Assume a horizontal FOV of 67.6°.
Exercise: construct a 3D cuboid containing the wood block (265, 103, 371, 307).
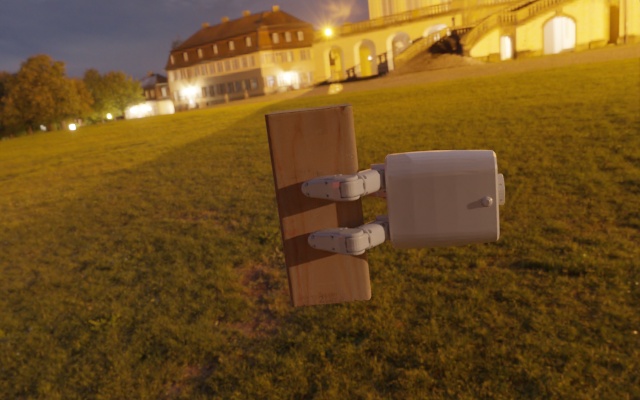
[{"bbox_3d":[0.000,0.001,0.532,0.090,0.206,0.091,-6,13,3],"label":"wood block"}]
